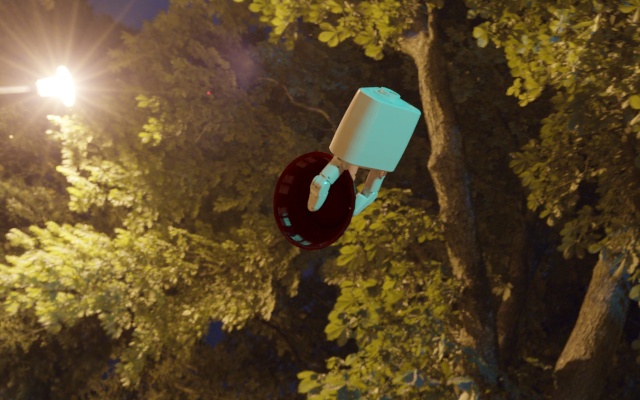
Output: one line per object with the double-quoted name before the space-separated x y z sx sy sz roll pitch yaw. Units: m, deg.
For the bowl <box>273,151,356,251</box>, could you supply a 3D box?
"bowl" -0.001 0.004 0.796 0.162 0.162 0.055 0 -6 33
